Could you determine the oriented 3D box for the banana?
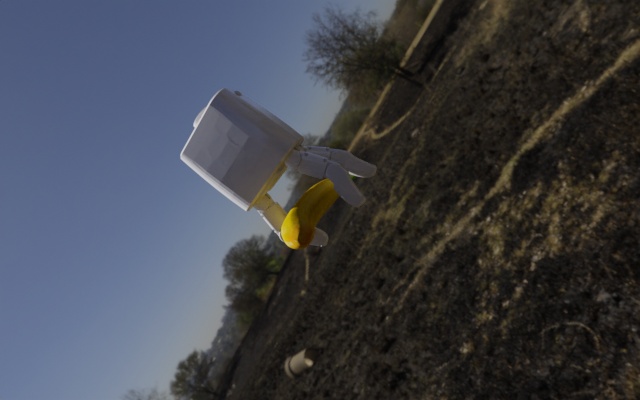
[{"bbox_3d":[-0.010,0.012,0.559,0.070,0.037,0.197,-44,5,31],"label":"banana"}]
